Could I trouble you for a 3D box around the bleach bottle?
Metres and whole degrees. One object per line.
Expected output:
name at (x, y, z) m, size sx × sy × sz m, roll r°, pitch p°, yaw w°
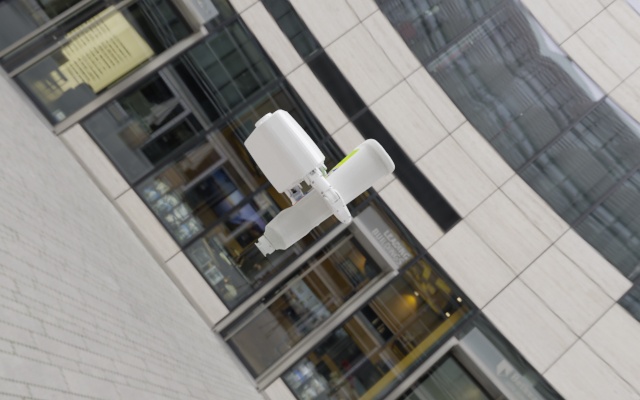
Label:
bleach bottle at (0.000, 0.003, 0.787) m, size 0.251 × 0.068 × 0.102 m, roll -39°, pitch 4°, yaw -10°
